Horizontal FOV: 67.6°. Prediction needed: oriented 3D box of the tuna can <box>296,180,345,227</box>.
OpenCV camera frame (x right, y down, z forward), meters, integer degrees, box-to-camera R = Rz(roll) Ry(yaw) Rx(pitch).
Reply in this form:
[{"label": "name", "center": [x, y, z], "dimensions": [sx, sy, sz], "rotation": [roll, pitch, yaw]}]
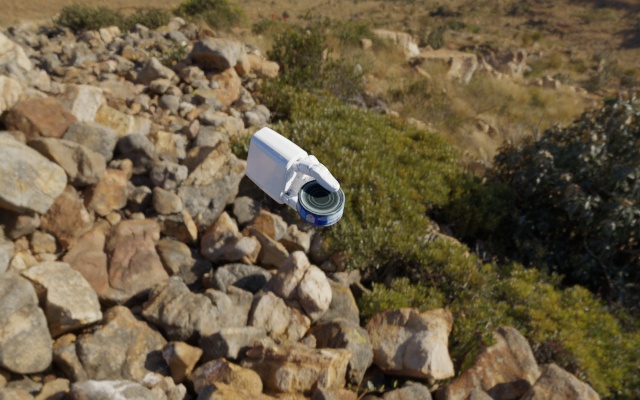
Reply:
[{"label": "tuna can", "center": [0.000, 0.002, 0.856], "dimensions": [0.086, 0.086, 0.034], "rotation": [0, -39, -8]}]
